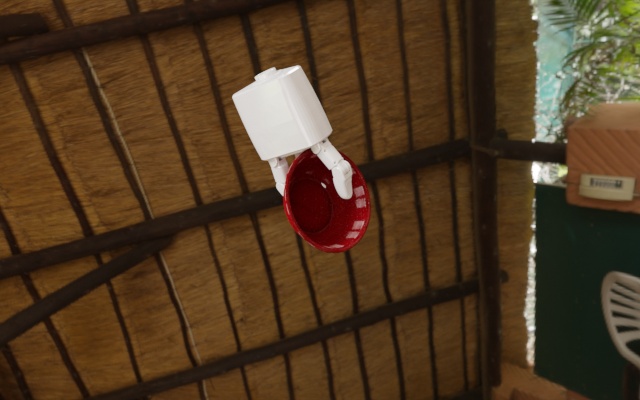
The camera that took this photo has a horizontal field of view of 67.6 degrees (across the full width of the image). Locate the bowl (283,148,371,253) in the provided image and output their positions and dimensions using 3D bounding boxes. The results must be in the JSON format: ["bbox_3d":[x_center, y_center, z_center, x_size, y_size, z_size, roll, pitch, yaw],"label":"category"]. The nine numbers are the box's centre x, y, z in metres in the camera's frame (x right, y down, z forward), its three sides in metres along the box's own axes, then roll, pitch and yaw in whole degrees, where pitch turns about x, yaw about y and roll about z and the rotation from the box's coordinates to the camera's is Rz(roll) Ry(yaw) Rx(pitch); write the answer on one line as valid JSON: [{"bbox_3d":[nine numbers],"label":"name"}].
[{"bbox_3d":[0.000,0.004,0.727,0.162,0.162,0.055,0,-12,-38],"label":"bowl"}]
